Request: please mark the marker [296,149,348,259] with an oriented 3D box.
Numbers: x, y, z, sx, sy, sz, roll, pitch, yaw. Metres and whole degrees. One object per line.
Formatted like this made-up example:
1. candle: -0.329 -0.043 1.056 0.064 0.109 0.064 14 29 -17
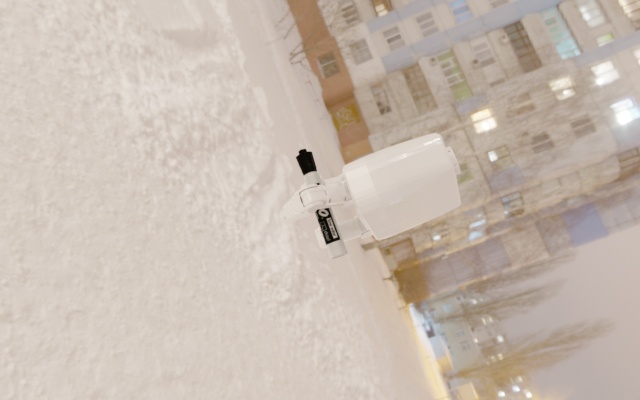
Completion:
1. marker: 0.000 0.002 0.501 0.020 0.121 0.020 -18 -12 -4
